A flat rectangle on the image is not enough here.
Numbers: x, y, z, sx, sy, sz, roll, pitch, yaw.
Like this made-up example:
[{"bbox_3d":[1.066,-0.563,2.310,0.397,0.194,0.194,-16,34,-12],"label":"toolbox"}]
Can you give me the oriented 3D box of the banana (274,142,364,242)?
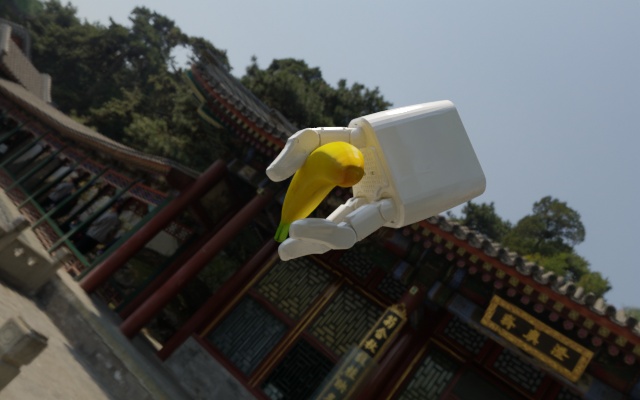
[{"bbox_3d":[0.001,-0.015,0.440,0.037,0.069,0.198,12,-22,-15],"label":"banana"}]
